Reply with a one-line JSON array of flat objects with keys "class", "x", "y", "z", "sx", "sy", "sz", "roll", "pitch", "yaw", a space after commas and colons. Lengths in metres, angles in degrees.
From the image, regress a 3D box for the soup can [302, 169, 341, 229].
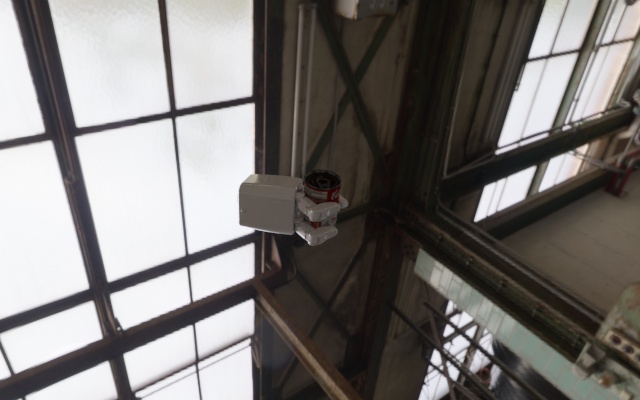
[{"class": "soup can", "x": 0.001, "y": 0.003, "z": 0.893, "sx": 0.068, "sy": 0.102, "sz": 0.068, "roll": 4, "pitch": 33, "yaw": -2}]
